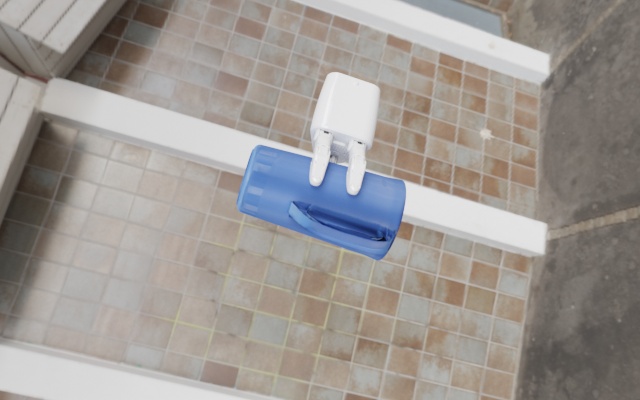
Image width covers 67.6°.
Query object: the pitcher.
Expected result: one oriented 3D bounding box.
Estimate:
[{"bbox_3d":[0.000,0.002,0.730,0.243,0.145,0.149,16,-19,-7],"label":"pitcher"}]
